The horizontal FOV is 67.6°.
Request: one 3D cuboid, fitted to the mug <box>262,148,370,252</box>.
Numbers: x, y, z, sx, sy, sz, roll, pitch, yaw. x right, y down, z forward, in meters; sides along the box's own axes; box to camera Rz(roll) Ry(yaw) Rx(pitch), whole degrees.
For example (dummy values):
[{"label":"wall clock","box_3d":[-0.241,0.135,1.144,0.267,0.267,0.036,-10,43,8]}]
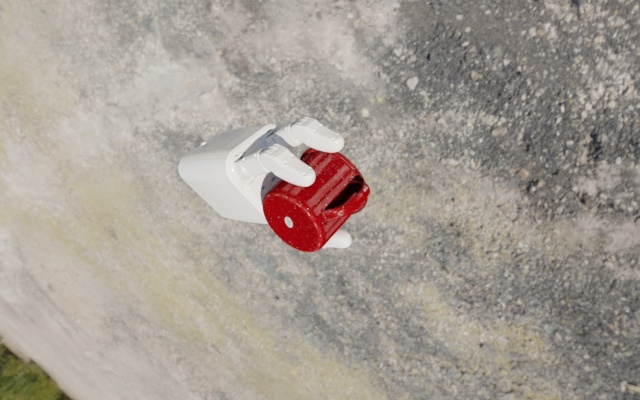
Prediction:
[{"label":"mug","box_3d":[0.001,0.002,0.508,0.117,0.093,0.081,0,36,44]}]
